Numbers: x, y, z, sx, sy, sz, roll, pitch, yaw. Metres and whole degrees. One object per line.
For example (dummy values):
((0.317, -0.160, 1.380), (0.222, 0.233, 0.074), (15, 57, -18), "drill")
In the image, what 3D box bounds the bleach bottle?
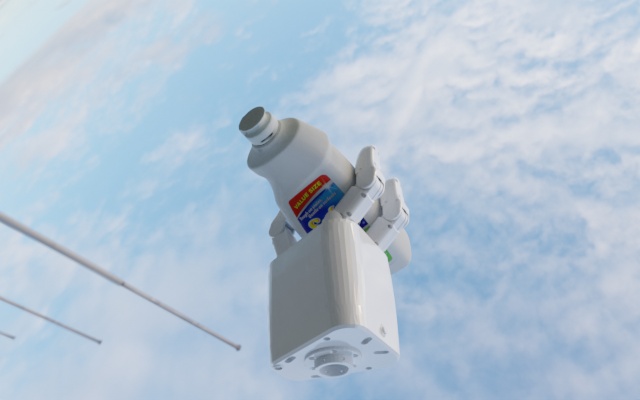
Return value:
((0.000, 0.002, 0.495), (0.102, 0.068, 0.251), (-25, -46, 22), "bleach bottle")
